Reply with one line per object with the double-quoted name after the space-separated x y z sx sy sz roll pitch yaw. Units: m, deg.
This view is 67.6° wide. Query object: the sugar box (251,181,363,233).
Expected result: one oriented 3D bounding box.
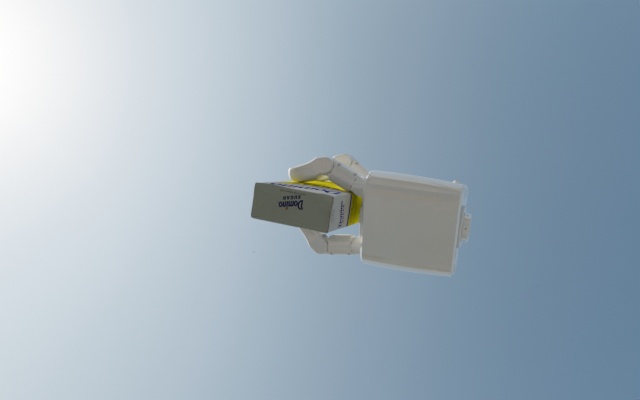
0.000 0.001 0.574 0.093 0.048 0.176 10 4 20 "sugar box"
